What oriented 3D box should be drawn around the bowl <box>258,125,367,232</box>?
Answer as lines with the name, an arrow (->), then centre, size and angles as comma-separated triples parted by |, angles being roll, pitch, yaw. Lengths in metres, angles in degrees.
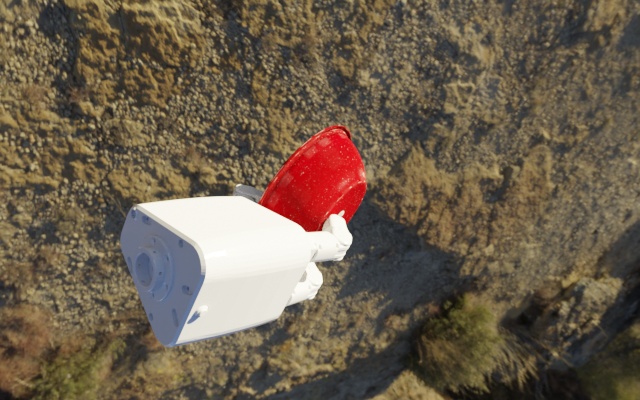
bowl -> 0.001, 0.001, 0.516 | 0.055, 0.162, 0.162 | 38, 13, 18
